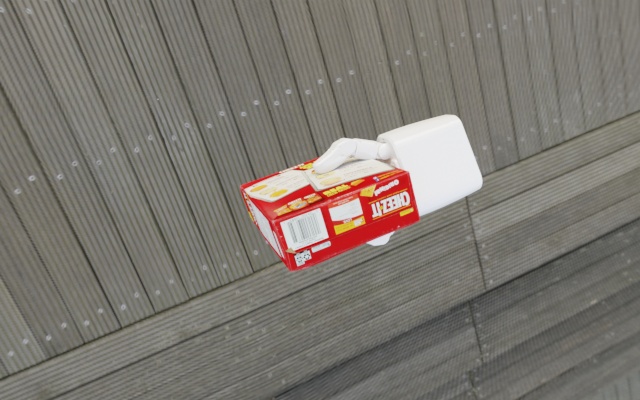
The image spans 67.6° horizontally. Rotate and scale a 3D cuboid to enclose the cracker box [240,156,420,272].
[{"bbox_3d":[0.000,0.002,0.610,0.164,0.072,0.213,-21,17,-13],"label":"cracker box"}]
